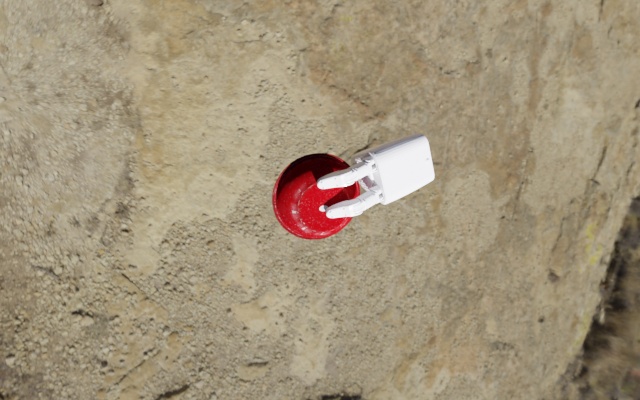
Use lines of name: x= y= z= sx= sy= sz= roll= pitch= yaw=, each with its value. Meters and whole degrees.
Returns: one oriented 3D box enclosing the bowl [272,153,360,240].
bowl: x=-0.001 y=0.004 z=0.822 sx=0.162 sy=0.162 sz=0.055 roll=0 pitch=19 yaw=-15
